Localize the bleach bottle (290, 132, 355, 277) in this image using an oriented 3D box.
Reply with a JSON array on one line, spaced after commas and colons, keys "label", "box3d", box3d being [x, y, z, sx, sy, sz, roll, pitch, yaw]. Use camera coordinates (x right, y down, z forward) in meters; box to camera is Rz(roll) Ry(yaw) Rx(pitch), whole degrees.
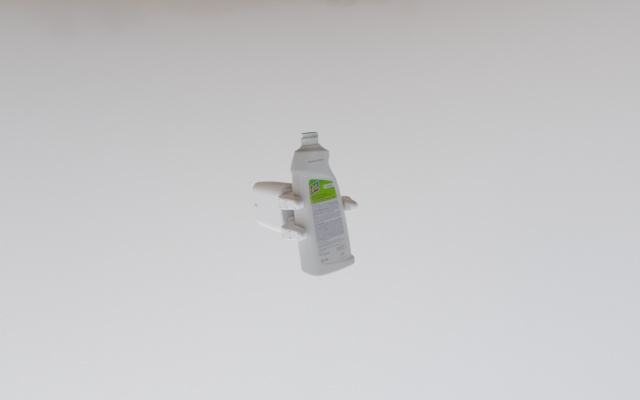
[{"label": "bleach bottle", "box3d": [0.000, 0.003, 0.857, 0.102, 0.251, 0.068, -15, 15, -36]}]
